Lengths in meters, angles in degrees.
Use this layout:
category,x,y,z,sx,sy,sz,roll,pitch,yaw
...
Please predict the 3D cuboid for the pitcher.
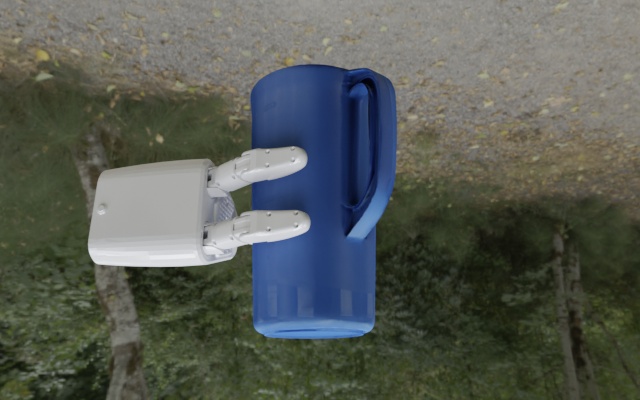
category,x,y,z,sx,sy,sz,roll,pitch,yaw
pitcher,0.000,0.002,0.452,0.145,0.242,0.149,-3,-20,6
